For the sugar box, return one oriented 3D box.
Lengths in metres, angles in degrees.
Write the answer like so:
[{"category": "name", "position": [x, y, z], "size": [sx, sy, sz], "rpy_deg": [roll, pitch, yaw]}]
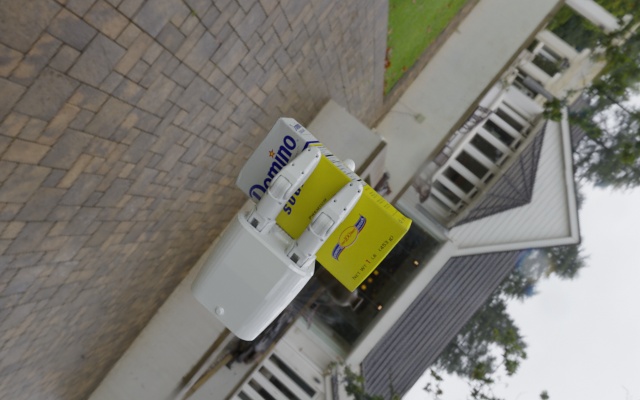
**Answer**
[{"category": "sugar box", "position": [0.000, 0.002, 0.508], "size": [0.176, 0.093, 0.048], "rpy_deg": [40, 18, 7]}]
